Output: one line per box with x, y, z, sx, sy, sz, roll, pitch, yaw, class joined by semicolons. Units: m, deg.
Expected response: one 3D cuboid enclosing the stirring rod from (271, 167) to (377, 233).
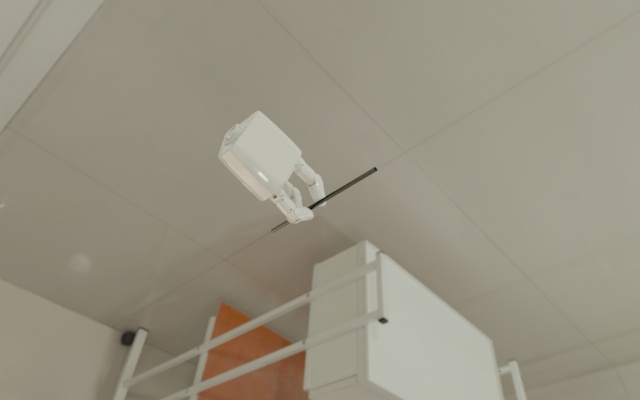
0.000;0.003;0.833;0.239;0.011;0.011;-31;-17;30;stirring rod
